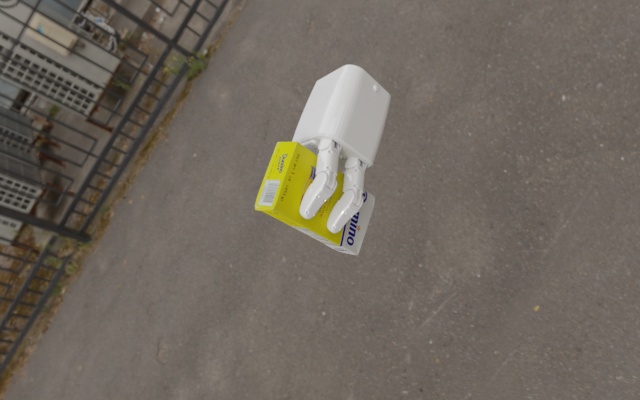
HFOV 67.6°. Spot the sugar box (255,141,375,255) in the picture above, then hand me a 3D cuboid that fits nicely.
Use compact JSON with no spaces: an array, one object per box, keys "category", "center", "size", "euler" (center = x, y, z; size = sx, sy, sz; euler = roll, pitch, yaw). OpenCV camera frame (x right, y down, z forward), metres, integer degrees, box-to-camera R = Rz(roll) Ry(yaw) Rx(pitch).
[{"category":"sugar box","center":[0.000,0.002,0.638],"size":[0.048,0.093,0.176],"euler":[5,-18,47]}]
